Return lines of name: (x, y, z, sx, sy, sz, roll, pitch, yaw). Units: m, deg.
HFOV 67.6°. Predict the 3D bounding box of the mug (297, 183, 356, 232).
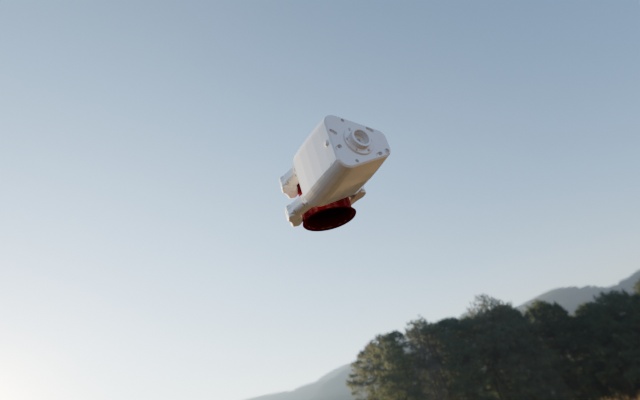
mug: (-0.001, 0.003, 0.825, 0.093, 0.081, 0.117, 2, -30, -32)
